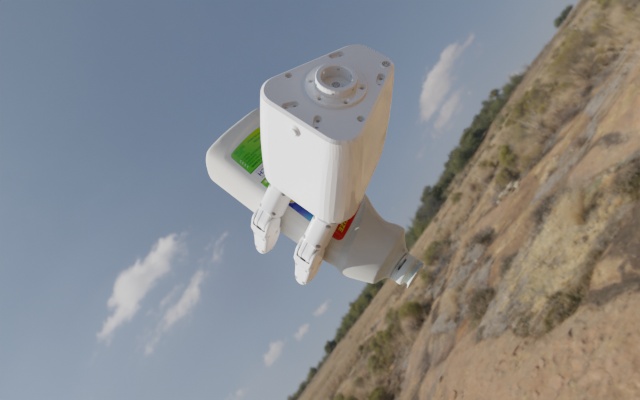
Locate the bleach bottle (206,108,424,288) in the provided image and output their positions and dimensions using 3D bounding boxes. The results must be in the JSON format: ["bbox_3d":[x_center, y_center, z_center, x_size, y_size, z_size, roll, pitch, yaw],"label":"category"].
[{"bbox_3d":[0.000,0.002,0.507,0.250,0.102,0.068,34,-29,19],"label":"bleach bottle"}]
